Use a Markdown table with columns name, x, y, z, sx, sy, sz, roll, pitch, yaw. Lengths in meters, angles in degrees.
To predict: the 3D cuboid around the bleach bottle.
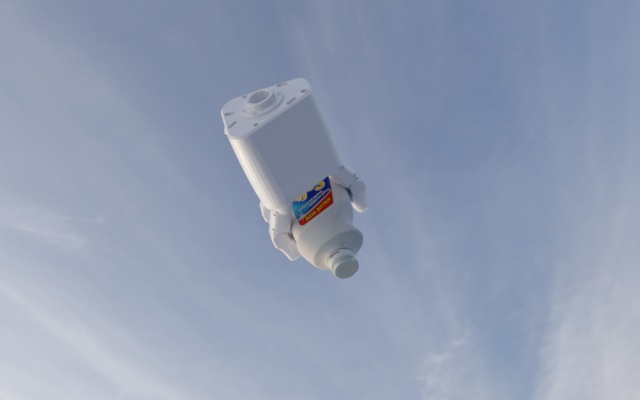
| name | x | y | z | sx | sy | sz | roll | pitch | yaw |
| --- | --- | --- | --- | --- | --- | --- | --- | --- | --- |
| bleach bottle | 0.000 | 0.002 | 0.625 | 0.102 | 0.068 | 0.250 | -25 | 40 | -2 |
